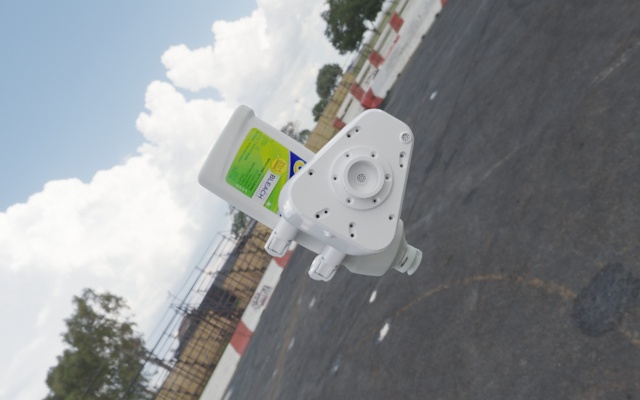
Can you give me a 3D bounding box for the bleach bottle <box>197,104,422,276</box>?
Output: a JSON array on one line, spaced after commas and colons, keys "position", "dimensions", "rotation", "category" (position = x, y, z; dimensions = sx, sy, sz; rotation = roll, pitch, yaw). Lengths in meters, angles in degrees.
[{"position": [0.000, 0.002, 0.522], "dimensions": [0.251, 0.102, 0.068], "rotation": [29, -5, -4], "category": "bleach bottle"}]
